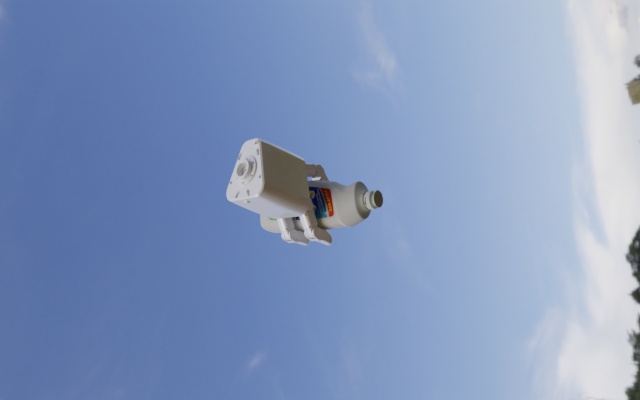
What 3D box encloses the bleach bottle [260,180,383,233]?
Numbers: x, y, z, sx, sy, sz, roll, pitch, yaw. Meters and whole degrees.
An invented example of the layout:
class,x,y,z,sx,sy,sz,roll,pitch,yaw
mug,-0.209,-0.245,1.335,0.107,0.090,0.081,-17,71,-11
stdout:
class,x,y,z,sx,sy,sz,roll,pitch,yaw
bleach bottle,0.000,0.003,0.858,0.251,0.102,0.068,-8,-19,40
